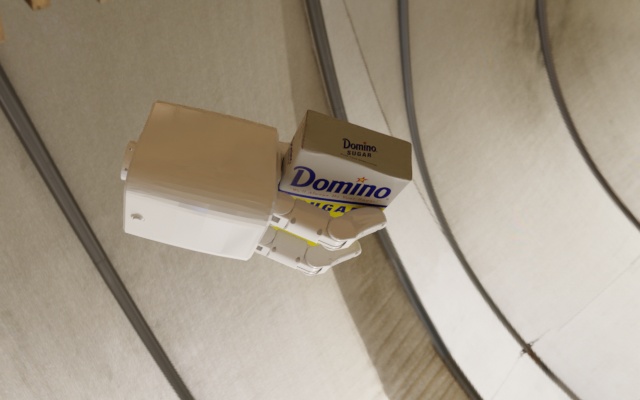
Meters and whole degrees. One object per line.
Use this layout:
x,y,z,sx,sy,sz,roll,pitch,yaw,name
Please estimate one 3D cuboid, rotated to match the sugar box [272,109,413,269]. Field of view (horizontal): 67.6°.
0.000,0.002,0.432,0.093,0.048,0.176,15,-33,-14,sugar box
